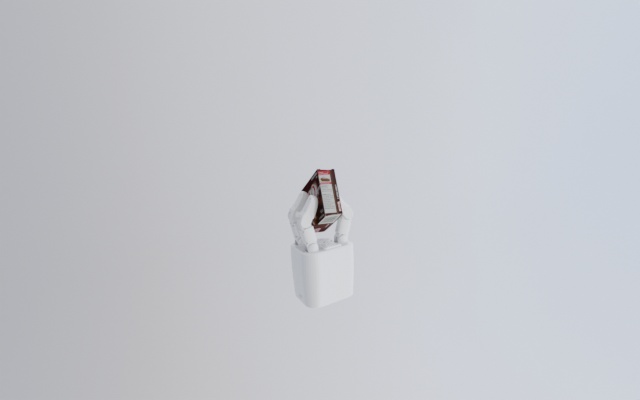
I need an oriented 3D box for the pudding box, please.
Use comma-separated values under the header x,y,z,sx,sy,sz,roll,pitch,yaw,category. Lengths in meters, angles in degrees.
x,y,z,sx,sy,sz,roll,pitch,yaw,category
0.000,0.003,0.884,0.039,0.090,0.113,-4,-18,-21,pudding box
